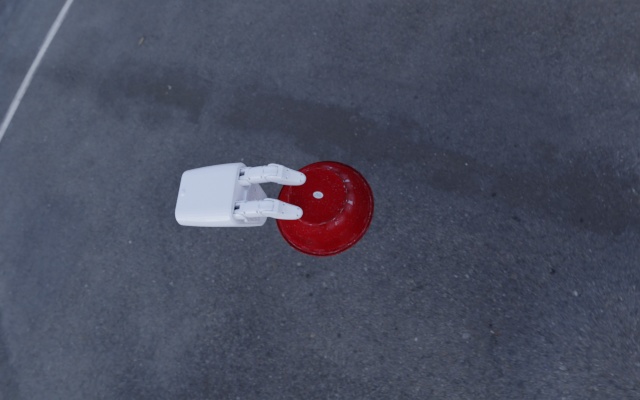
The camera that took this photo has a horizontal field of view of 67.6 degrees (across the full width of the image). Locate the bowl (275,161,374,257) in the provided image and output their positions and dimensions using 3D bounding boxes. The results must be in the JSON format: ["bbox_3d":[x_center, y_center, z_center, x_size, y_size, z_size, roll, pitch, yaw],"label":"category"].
[{"bbox_3d":[0.001,0.002,0.737,0.162,0.162,0.055,0,-20,12],"label":"bowl"}]
